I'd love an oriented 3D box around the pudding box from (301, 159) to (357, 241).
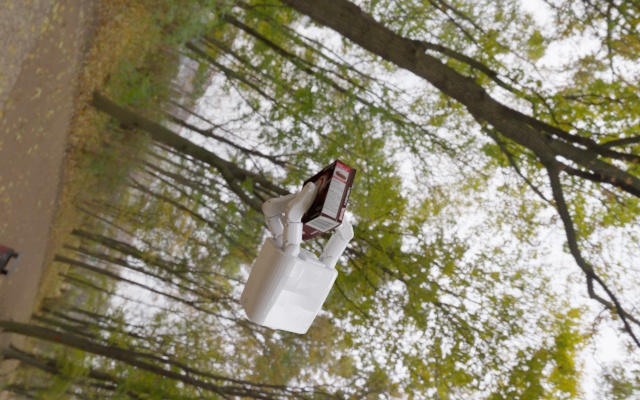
[{"bbox_3d":[0.000,0.002,0.685,0.039,0.090,0.113,26,-26,-21],"label":"pudding box"}]
